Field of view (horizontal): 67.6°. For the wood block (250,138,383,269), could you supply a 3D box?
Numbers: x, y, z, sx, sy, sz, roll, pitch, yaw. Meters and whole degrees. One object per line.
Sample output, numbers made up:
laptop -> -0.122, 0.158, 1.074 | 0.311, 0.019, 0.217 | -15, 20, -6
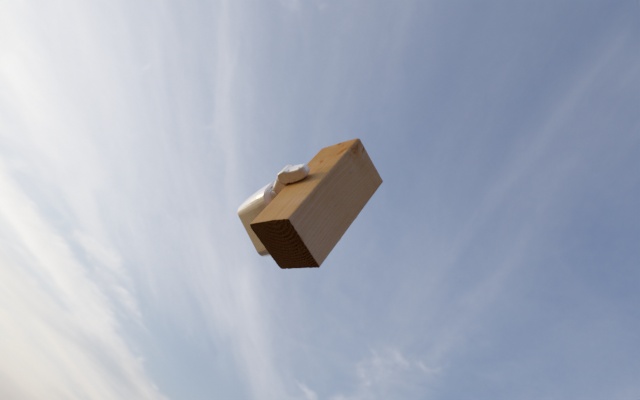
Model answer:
wood block -> 0.000, 0.002, 0.741 | 0.090, 0.091, 0.206 | -10, 31, 44
